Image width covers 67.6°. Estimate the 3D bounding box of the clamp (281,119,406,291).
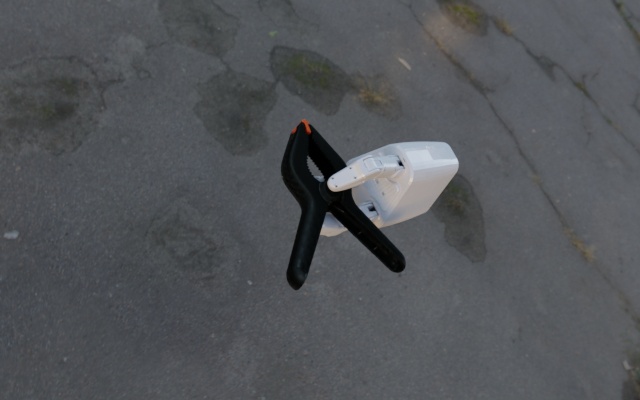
[{"bbox_3d":[0.000,0.001,0.544,0.164,0.210,0.036,-9,-22,-43],"label":"clamp"}]
